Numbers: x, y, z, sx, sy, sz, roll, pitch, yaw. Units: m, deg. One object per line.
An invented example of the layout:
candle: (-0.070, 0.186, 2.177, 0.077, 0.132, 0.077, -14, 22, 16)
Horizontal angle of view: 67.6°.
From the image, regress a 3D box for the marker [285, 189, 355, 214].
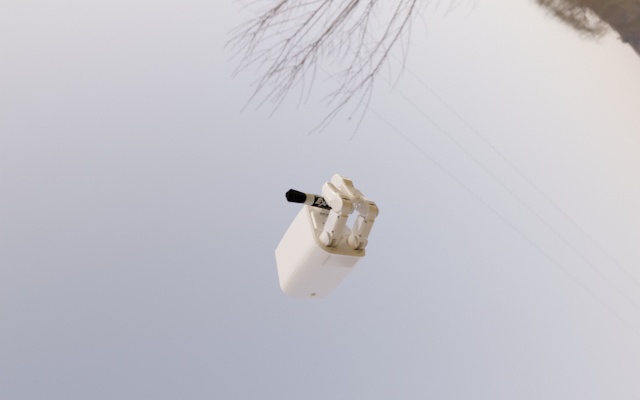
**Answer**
marker: (0.000, 0.002, 0.681, 0.121, 0.020, 0.020, 12, -8, -40)
